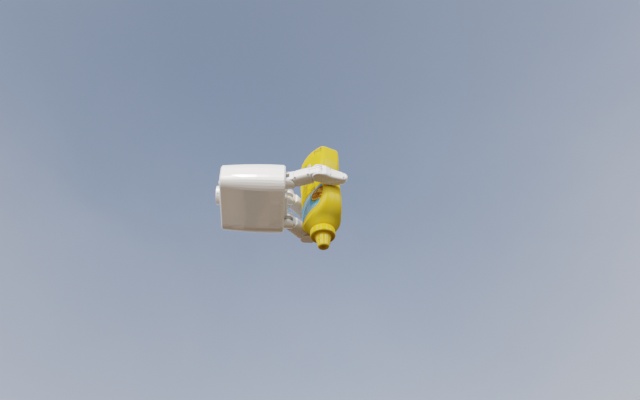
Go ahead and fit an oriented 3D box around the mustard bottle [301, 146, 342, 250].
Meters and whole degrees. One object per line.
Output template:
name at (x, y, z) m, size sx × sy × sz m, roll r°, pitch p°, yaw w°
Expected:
mustard bottle at (0.000, 0.003, 0.817) m, size 0.058 × 0.191 × 0.096 m, roll 19°, pitch -46°, yaw -22°
